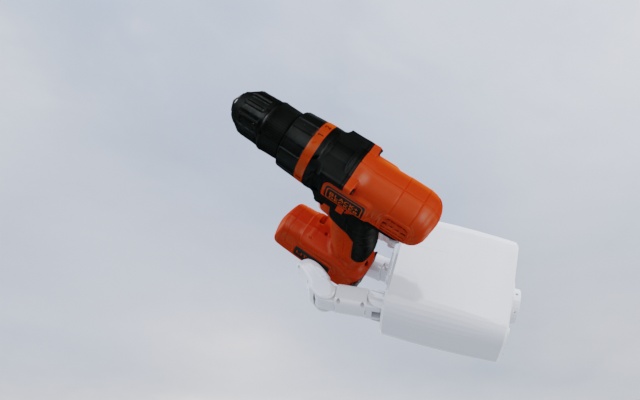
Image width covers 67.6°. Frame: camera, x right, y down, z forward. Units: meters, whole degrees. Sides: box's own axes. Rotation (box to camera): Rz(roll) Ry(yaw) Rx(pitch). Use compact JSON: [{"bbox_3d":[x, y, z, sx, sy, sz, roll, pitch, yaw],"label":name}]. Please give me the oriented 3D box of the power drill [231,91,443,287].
[{"bbox_3d":[0.000,0.002,0.430,0.184,0.057,0.188,34,-24,10],"label":"power drill"}]
